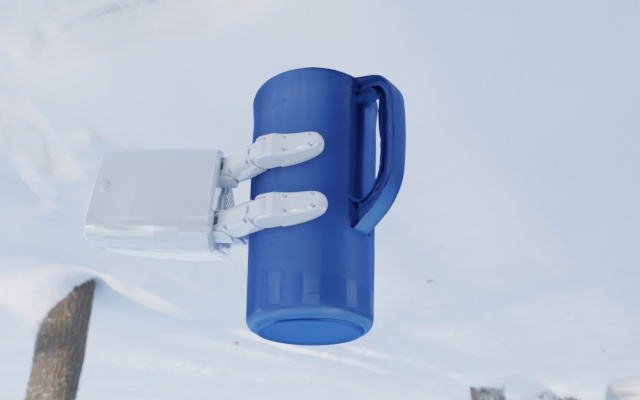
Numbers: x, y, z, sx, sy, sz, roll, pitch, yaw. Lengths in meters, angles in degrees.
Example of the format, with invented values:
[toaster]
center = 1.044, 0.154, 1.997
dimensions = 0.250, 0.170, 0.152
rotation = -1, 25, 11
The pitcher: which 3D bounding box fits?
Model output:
[pitcher]
center = 0.000, 0.001, 0.448
dimensions = 0.145, 0.242, 0.149
rotation = 2, -29, -2
